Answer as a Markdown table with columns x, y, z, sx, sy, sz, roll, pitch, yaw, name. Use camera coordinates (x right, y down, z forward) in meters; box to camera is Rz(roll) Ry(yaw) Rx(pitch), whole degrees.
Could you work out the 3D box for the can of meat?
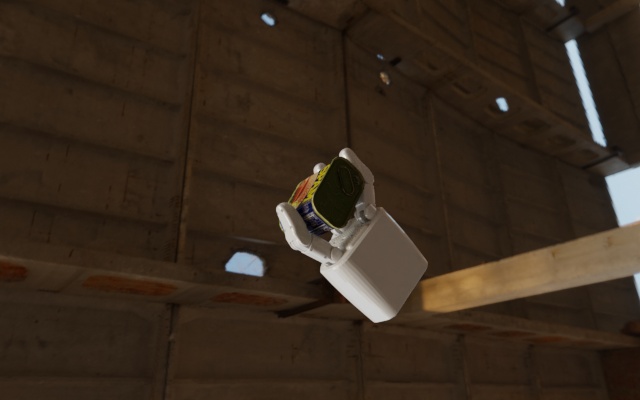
| x | y | z | sx | sy | sz | roll | pitch | yaw | name |
| --- | --- | --- | --- | --- | --- | --- | --- | --- | --- |
| 0.000 | 0.002 | 0.626 | 0.057 | 0.102 | 0.084 | 43 | -41 | -16 | can of meat |
